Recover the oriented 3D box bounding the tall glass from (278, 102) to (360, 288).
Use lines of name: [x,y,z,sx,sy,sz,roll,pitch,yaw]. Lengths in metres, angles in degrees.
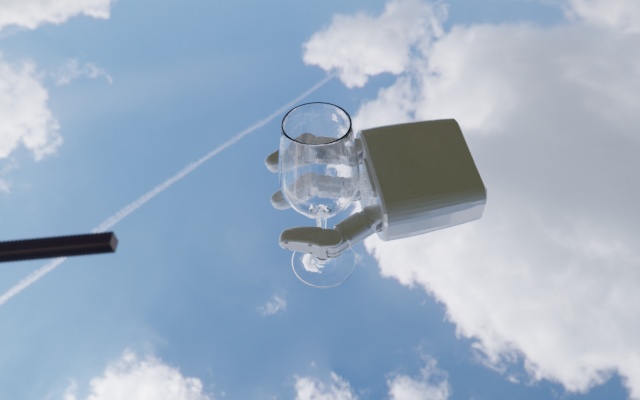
tall glass: [0.000,0.002,0.482,0.079,0.079,0.201,0,-43,3]
